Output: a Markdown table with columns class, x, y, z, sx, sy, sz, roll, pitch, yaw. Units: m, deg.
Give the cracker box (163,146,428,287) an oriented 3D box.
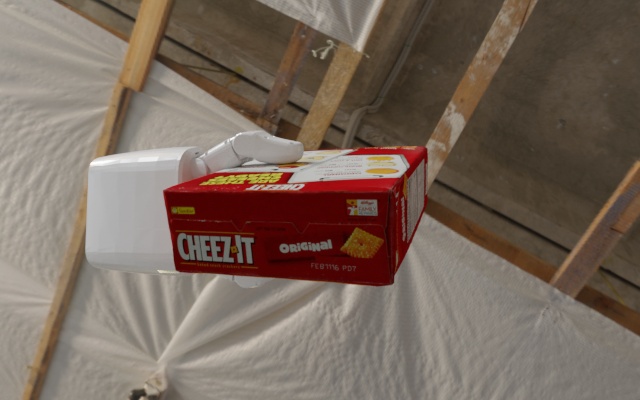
| class | x | y | z | sx | sy | sz | roll | pitch | yaw |
| --- | --- | --- | --- | --- | --- | --- | --- | --- | --- |
| cracker box | 0.000 | 0.001 | 0.411 | 0.164 | 0.072 | 0.213 | 0 | 13 | 18 |
